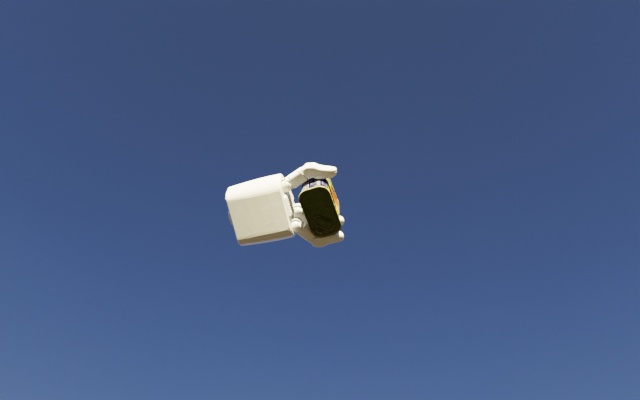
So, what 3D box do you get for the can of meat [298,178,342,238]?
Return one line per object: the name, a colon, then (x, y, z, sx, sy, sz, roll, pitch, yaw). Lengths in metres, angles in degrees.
can of meat: (0.000, 0.003, 0.879, 0.057, 0.102, 0.084, -16, 26, 9)
